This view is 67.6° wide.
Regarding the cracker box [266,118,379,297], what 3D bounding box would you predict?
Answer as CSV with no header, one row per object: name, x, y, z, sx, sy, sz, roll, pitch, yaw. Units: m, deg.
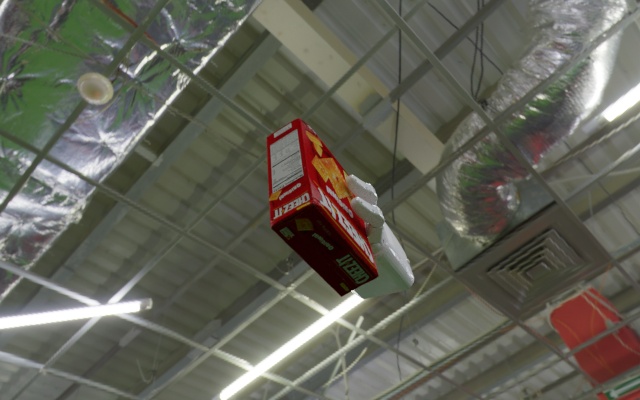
cracker box,0.000,0.002,0.681,0.072,0.164,0.213,-31,36,15
